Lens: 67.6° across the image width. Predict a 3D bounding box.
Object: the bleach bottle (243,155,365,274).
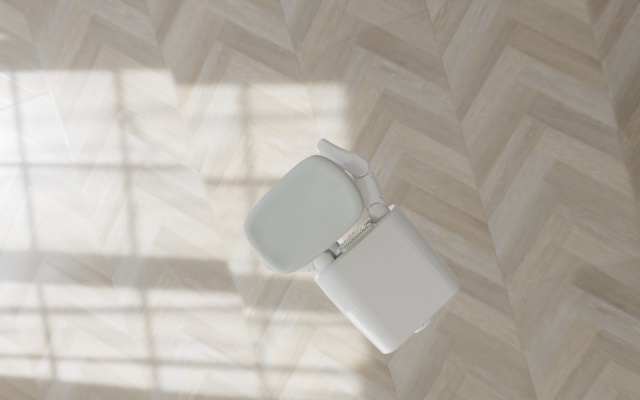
[{"bbox_3d":[0.000,0.002,0.499,0.102,0.068,0.251,-42,-1,10],"label":"bleach bottle"}]
